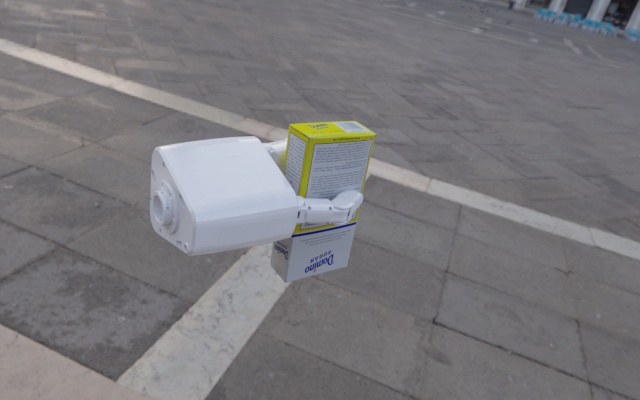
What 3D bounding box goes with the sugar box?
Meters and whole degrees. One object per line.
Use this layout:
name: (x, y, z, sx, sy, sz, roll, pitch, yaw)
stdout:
sugar box: (0.000, 0.001, 0.539, 0.093, 0.176, 0.048, -8, 34, -35)
